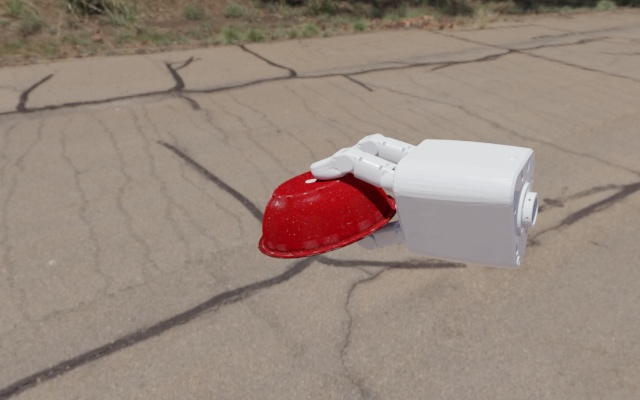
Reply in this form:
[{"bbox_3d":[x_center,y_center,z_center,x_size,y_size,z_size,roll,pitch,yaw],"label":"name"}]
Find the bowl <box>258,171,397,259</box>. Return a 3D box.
[{"bbox_3d":[-0.001,0.002,0.525,0.162,0.055,0.162,-17,16,5],"label":"bowl"}]
